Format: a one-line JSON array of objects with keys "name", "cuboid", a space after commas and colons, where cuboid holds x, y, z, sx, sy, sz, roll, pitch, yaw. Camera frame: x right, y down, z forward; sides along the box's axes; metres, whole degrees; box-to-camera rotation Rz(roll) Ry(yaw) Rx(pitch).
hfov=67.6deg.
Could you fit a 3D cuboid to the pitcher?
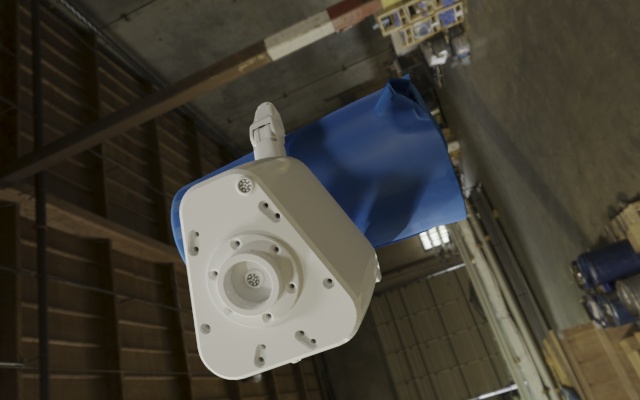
[{"name": "pitcher", "cuboid": [0.000, 0.001, 0.438, 0.243, 0.149, 0.145, -22, 6, 11]}]
